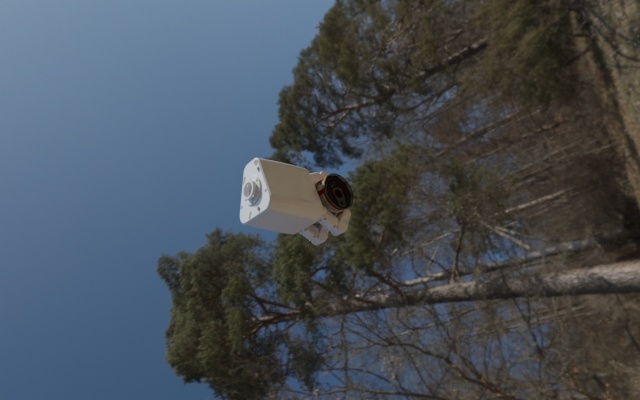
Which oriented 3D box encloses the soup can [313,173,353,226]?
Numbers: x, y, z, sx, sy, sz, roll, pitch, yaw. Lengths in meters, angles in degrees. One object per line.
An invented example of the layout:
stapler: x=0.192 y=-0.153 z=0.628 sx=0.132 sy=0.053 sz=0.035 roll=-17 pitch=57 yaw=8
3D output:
soup can: x=0.000 y=0.003 z=0.860 sx=0.068 sy=0.068 sz=0.102 roll=0 pitch=-23 yaw=-44
